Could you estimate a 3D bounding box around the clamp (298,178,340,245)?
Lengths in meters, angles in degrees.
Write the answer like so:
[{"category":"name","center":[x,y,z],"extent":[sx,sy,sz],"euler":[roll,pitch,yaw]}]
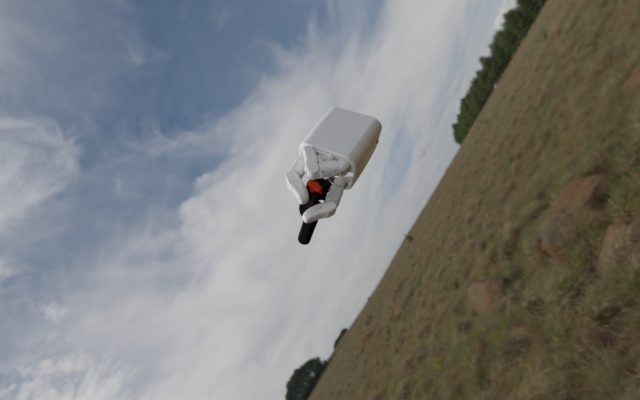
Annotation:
[{"category":"clamp","center":[0.000,0.003,0.869],"extent":[0.039,0.120,0.172],"euler":[29,-28,11]}]
